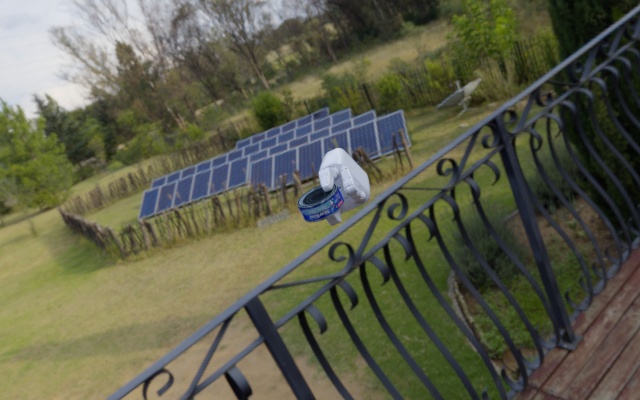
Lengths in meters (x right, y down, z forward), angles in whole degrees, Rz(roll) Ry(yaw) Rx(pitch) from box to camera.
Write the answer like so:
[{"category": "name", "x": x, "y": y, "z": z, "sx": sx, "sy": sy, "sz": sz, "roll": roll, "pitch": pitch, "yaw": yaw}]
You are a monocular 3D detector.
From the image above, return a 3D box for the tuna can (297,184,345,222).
[{"category": "tuna can", "x": 0.000, "y": 0.002, "z": 0.897, "sx": 0.086, "sy": 0.034, "sz": 0.086, "roll": -22, "pitch": 23, "yaw": 10}]
